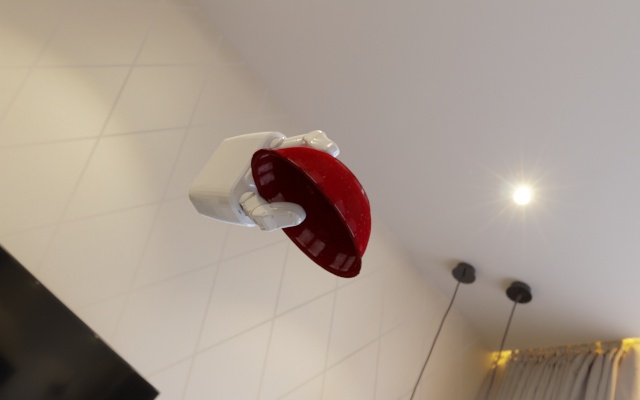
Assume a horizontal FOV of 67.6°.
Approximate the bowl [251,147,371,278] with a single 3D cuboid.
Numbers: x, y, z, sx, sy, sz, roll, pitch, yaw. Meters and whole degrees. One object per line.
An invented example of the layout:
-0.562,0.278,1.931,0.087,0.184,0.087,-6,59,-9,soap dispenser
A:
0.001,0.002,0.494,0.055,0.162,0.162,-39,17,-23,bowl
